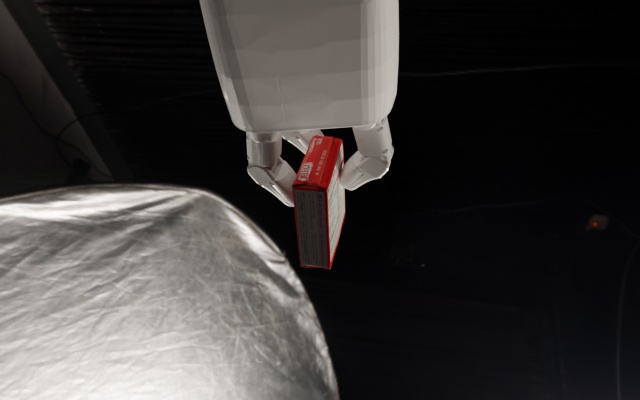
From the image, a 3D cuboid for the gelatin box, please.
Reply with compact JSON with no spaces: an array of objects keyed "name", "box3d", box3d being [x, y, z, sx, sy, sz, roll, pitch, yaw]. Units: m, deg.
[{"name":"gelatin box","box3d":[0.001,0.002,0.405,0.030,0.089,0.073,5,39,11]}]
